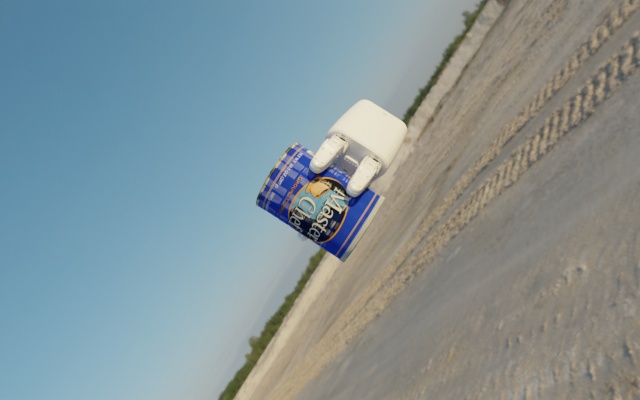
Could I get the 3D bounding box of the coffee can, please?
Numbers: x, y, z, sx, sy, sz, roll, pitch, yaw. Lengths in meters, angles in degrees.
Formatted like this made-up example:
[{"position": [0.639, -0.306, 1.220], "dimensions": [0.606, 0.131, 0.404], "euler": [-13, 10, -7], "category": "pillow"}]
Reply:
[{"position": [0.000, 0.002, 0.641], "dimensions": [0.140, 0.103, 0.103], "euler": [33, 2, 4], "category": "coffee can"}]
